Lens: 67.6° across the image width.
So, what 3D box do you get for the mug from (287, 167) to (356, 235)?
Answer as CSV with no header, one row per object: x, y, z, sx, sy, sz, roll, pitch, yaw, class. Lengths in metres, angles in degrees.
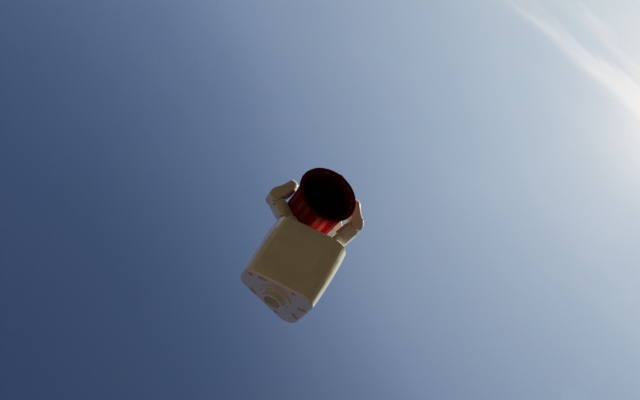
0.001,0.002,0.744,0.093,0.117,0.081,38,-41,-3,mug
